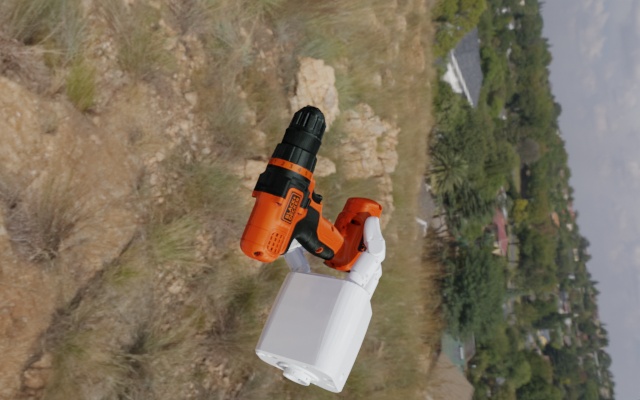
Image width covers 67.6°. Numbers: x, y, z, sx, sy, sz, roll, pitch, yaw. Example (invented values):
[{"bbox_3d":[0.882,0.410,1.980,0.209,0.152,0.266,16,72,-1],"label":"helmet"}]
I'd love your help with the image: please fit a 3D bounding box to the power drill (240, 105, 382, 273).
[{"bbox_3d":[0.000,0.002,0.583,0.057,0.184,0.188,16,-9,43],"label":"power drill"}]
